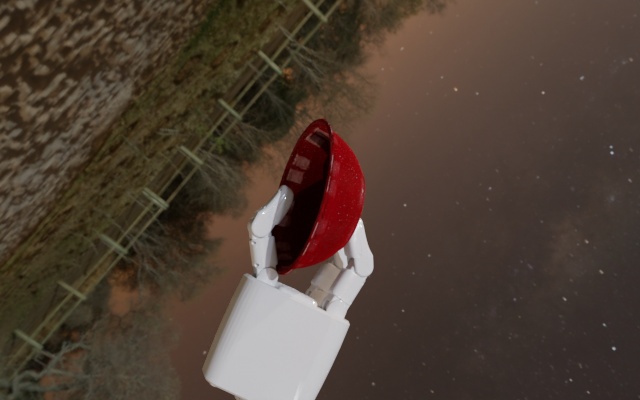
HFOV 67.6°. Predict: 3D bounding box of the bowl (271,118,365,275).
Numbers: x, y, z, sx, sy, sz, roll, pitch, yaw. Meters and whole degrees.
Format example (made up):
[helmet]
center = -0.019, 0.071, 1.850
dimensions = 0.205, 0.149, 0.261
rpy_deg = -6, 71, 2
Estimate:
[bowl]
center = 0.001, 0.000, 0.487
dimensions = 0.055, 0.162, 0.162
rpy_deg = 15, -5, -19
